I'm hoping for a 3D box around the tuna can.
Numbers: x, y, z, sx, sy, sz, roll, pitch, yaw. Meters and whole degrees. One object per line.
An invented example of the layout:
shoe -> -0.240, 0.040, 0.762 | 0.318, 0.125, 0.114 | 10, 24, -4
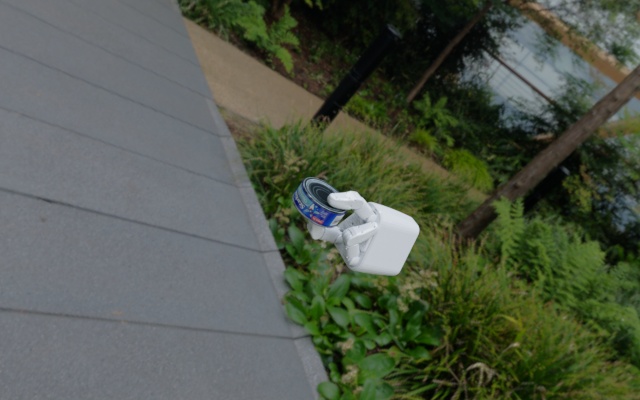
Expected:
tuna can -> 0.000, 0.002, 0.760 | 0.086, 0.034, 0.086 | 28, 27, -16
